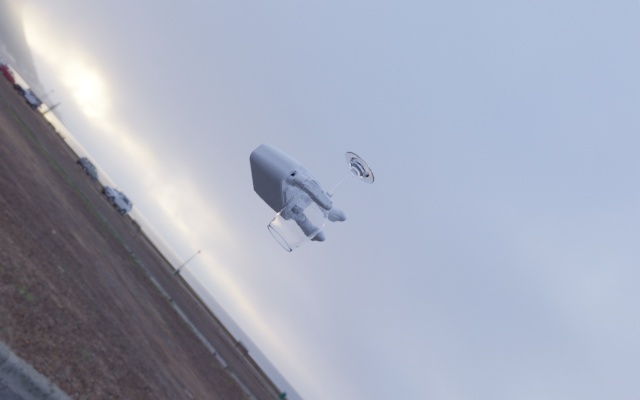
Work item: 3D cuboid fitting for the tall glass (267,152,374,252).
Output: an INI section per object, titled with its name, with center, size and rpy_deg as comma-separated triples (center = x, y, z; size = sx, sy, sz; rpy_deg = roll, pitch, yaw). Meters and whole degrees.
[tall glass]
center = 0.001, 0.002, 0.848
size = 0.201, 0.079, 0.079
rpy_deg = -42, 14, -16
